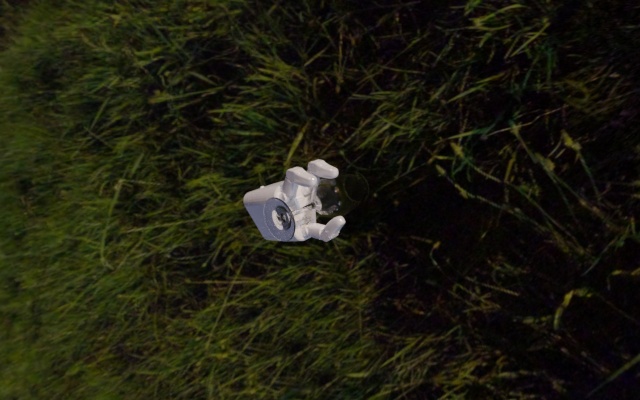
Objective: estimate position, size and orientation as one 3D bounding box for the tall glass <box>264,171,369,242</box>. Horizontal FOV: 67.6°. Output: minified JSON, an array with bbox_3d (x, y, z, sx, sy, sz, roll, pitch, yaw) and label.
[{"bbox_3d":[0.000,0.003,0.831,0.079,0.079,0.201,0,16,45],"label":"tall glass"}]
